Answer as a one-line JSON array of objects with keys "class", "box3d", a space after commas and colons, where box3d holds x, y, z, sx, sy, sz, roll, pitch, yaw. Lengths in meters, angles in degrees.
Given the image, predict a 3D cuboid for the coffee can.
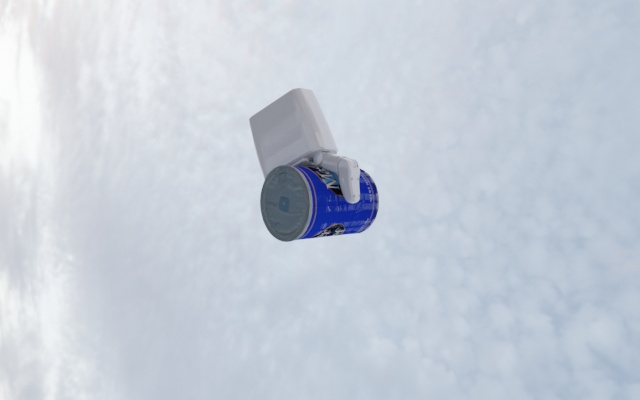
[{"class": "coffee can", "box3d": [0.000, 0.002, 0.683, 0.140, 0.103, 0.103, -2, 1, -44]}]
